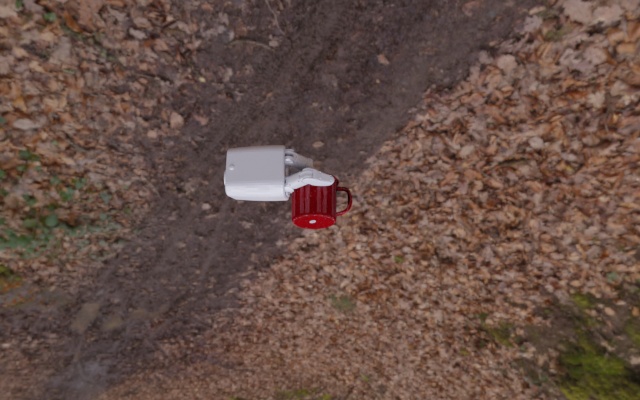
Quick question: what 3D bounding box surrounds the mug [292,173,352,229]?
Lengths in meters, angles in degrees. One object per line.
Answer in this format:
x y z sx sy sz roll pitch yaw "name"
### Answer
0.002 0.003 0.877 0.117 0.081 0.093 -1 -22 2 "mug"
